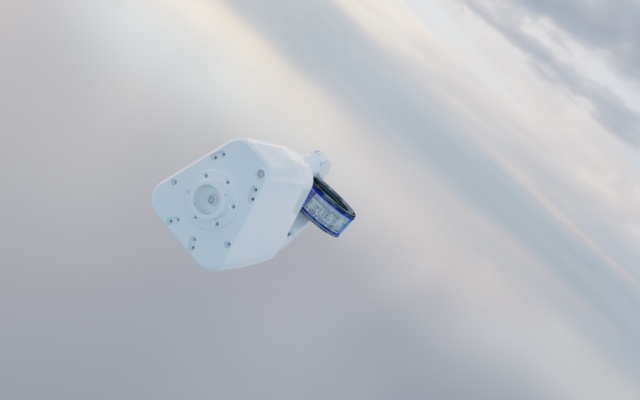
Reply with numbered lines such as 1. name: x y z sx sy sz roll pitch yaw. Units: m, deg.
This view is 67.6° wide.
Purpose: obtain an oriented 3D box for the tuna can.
1. tuna can: 0.000 0.001 0.556 0.086 0.034 0.086 41 9 -8
